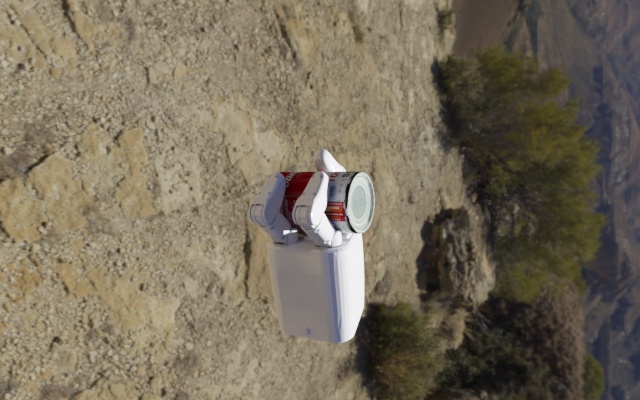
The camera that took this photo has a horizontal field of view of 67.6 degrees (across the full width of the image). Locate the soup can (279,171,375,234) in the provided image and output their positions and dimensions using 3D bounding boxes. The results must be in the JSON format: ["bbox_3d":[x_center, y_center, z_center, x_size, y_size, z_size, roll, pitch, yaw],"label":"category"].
[{"bbox_3d":[0.000,0.001,0.526,0.102,0.068,0.068,1,1,31],"label":"soup can"}]
